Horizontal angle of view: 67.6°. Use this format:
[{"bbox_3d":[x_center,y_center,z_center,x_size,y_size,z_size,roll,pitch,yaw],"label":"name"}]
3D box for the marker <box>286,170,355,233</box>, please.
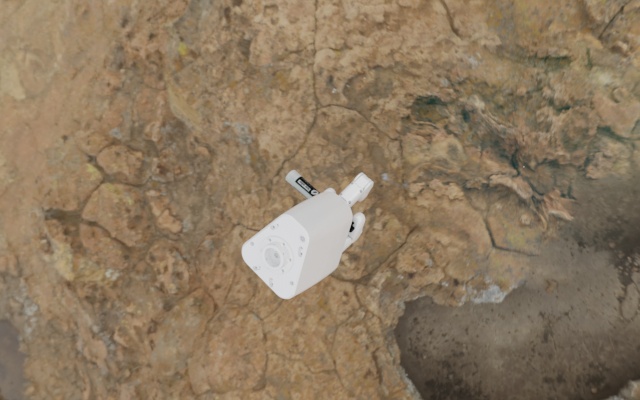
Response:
[{"bbox_3d":[0.000,0.002,0.663,0.121,0.020,0.020,42,13,15],"label":"marker"}]
